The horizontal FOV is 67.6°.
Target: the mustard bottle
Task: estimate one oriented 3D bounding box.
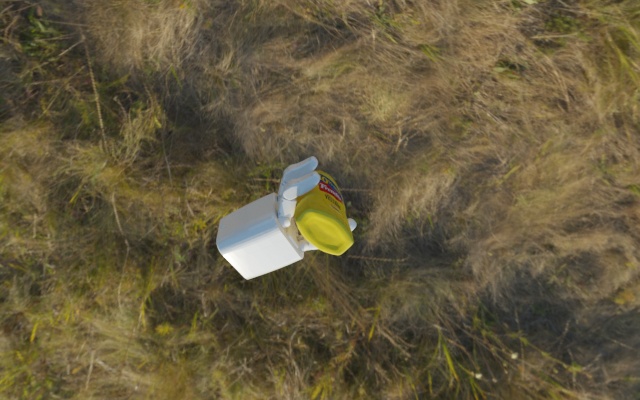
[{"bbox_3d":[0.000,0.002,0.772,0.096,0.058,0.191,37,20,-22],"label":"mustard bottle"}]
